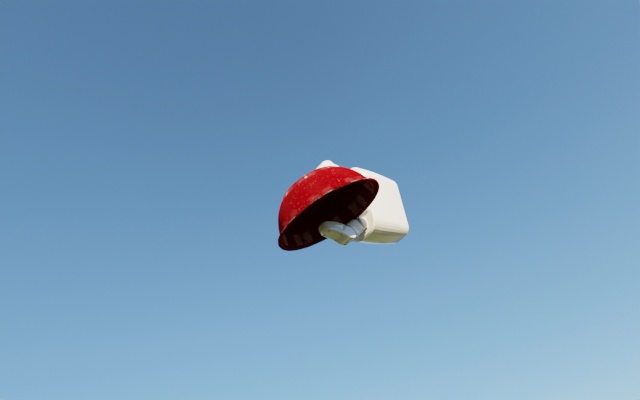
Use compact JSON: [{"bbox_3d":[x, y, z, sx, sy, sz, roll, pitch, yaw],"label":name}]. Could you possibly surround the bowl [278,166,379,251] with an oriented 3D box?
[{"bbox_3d":[-0.001,0.002,0.661,0.162,0.055,0.162,-29,-21,-12],"label":"bowl"}]
